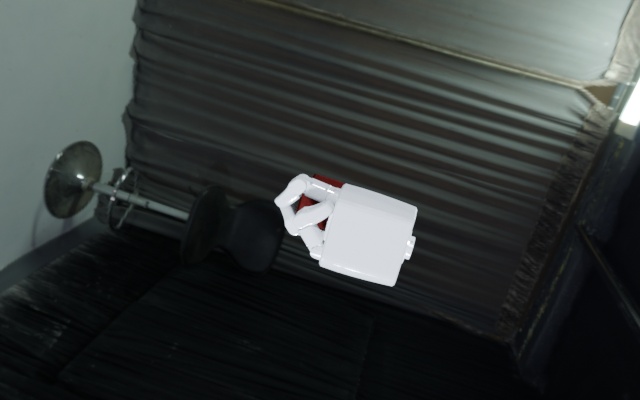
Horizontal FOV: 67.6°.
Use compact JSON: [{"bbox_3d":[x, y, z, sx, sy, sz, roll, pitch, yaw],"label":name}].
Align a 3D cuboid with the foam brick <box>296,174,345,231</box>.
[{"bbox_3d":[0.000,0.002,0.709,0.051,0.053,0.078,16,25,8],"label":"foam brick"}]
